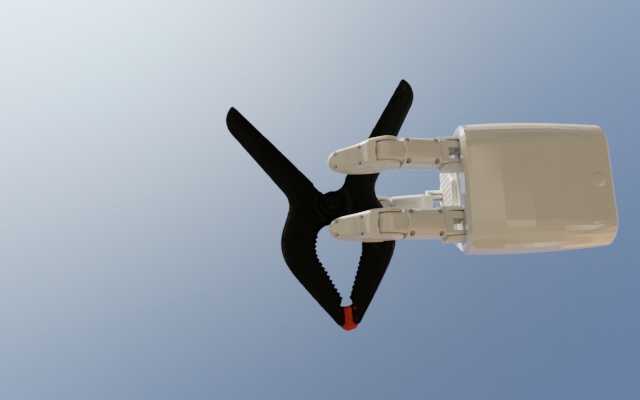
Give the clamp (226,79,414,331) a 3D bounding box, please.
[{"bbox_3d":[0.000,0.002,0.405,0.164,0.210,0.036,-2,-10,5],"label":"clamp"}]
